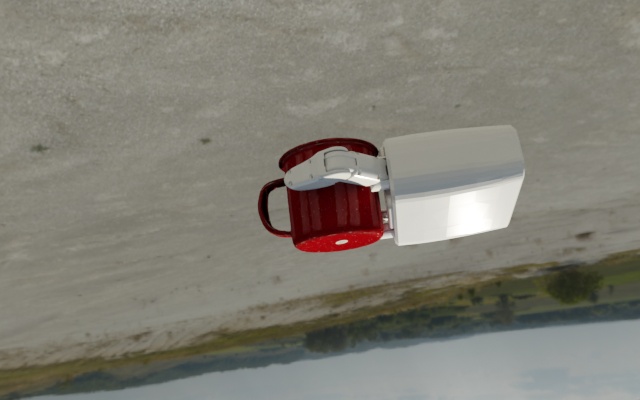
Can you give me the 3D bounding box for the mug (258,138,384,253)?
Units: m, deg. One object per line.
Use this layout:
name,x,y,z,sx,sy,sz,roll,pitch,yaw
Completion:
mug,-0.001,0.002,0.432,0.117,0.081,0.093,-9,-17,7
